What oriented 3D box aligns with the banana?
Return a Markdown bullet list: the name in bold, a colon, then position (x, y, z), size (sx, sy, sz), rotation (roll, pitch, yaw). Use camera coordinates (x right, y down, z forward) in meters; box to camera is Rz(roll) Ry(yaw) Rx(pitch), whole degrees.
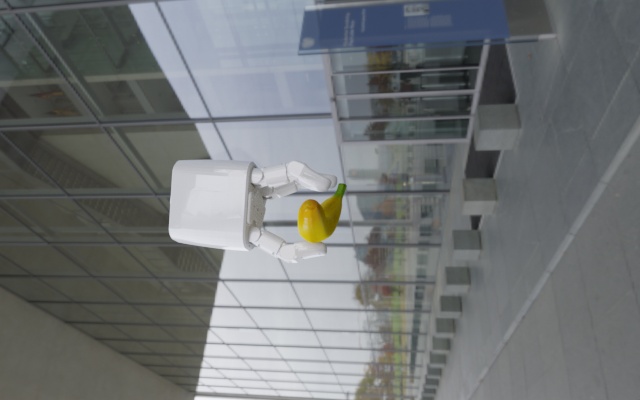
- **banana**: position (-0.001, 0.020, 0.597), size (0.037, 0.069, 0.198), rotation (8, 10, 10)
